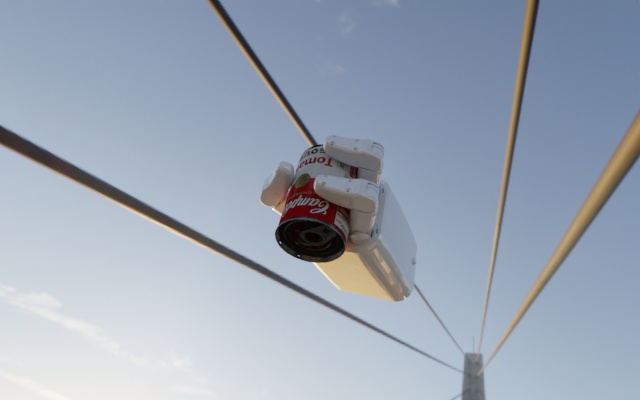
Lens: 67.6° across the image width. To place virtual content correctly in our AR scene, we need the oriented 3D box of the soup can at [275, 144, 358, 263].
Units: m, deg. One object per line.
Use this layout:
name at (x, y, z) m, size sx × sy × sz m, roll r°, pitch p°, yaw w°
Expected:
soup can at (0.000, 0.001, 0.478) m, size 0.068 × 0.102 × 0.069 m, roll 9°, pitch -40°, yaw 7°
